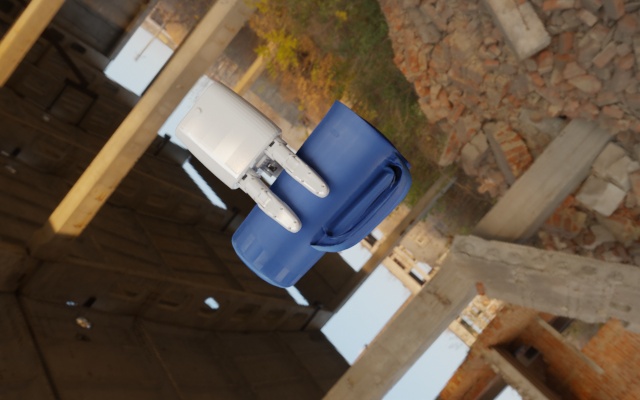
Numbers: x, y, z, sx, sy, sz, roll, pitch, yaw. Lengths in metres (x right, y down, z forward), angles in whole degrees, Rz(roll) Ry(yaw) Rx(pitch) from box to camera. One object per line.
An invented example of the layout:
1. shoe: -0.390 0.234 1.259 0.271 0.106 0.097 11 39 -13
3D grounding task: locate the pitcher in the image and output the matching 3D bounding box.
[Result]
1. pitcher: 0.000 0.002 0.635 0.145 0.243 0.149 41 6 1
